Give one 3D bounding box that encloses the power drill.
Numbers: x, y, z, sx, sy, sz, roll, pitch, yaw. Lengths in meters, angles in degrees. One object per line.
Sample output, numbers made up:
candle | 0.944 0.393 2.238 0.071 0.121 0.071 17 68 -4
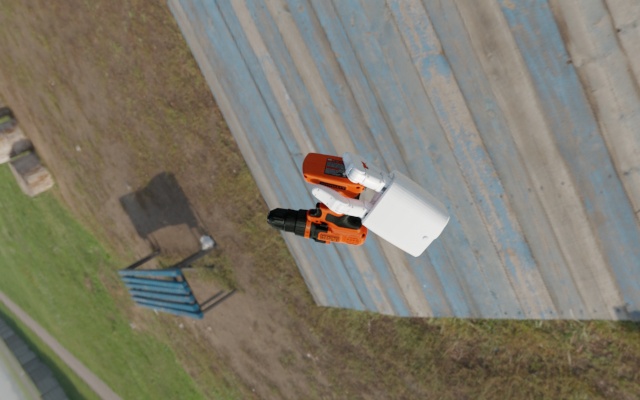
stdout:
power drill | 0.000 0.002 0.819 0.184 0.057 0.188 9 -38 0
